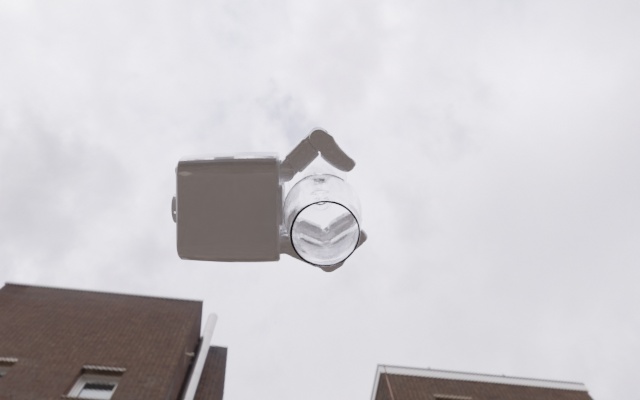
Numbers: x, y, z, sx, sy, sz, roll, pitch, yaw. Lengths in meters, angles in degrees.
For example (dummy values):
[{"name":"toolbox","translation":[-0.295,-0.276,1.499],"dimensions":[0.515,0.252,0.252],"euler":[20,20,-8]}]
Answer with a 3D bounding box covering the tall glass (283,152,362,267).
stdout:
[{"name":"tall glass","translation":[0.000,0.001,0.509],"dimensions":[0.079,0.079,0.201],"euler":[0,16,-3]}]
